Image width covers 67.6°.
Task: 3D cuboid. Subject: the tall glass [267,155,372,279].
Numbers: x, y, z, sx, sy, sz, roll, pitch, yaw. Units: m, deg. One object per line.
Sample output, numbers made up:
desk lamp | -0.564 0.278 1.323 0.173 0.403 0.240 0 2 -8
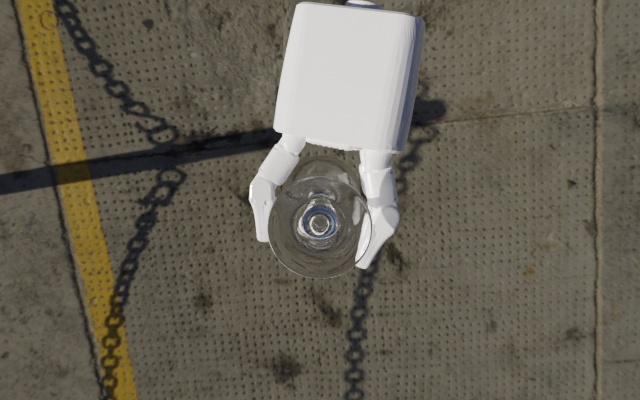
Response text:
tall glass | 0.000 0.002 0.432 0.079 0.079 0.201 0 10 0
